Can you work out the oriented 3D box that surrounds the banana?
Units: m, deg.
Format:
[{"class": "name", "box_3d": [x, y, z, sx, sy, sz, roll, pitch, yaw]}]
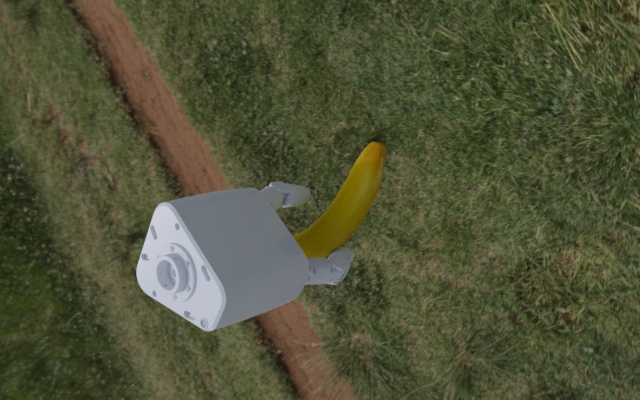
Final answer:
[{"class": "banana", "box_3d": [0.006, 0.019, 0.514, 0.198, 0.069, 0.037, -39, -19, 34]}]
